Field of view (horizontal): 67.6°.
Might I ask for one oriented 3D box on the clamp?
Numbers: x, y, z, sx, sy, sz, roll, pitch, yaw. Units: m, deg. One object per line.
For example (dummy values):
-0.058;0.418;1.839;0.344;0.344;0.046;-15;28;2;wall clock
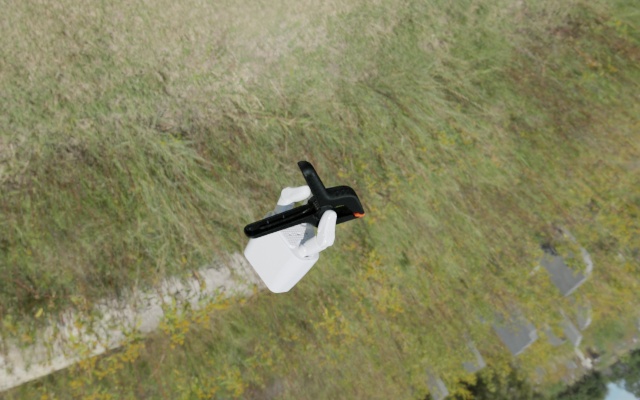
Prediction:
0.001;0.003;0.759;0.210;0.036;0.165;0;-39;-40;clamp
